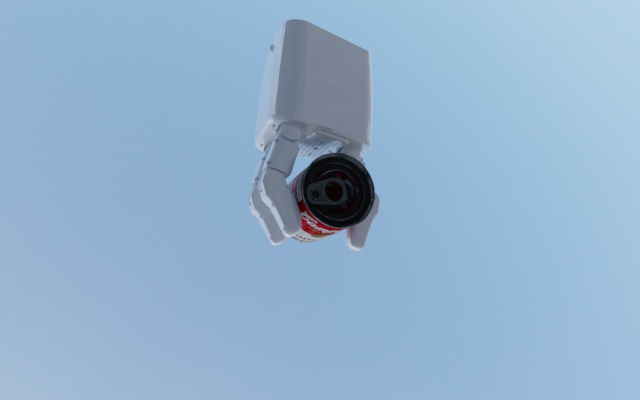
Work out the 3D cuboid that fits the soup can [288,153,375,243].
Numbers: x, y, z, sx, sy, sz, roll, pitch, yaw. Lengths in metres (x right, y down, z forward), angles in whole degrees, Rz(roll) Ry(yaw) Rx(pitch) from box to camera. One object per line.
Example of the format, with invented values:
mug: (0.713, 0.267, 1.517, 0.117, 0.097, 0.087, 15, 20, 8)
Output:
soup can: (0.000, 0.002, 0.460, 0.068, 0.068, 0.102, 0, -12, -19)
